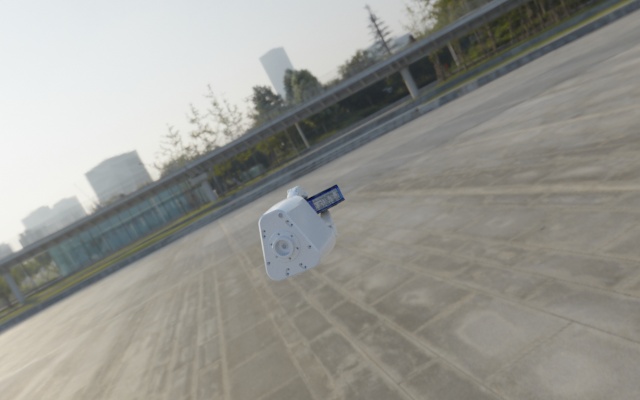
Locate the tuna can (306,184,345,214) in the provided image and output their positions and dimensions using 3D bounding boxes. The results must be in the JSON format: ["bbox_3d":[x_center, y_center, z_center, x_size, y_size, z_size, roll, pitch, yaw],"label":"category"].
[{"bbox_3d":[0.000,0.002,0.883,0.086,0.034,0.086,-27,1,1],"label":"tuna can"}]
